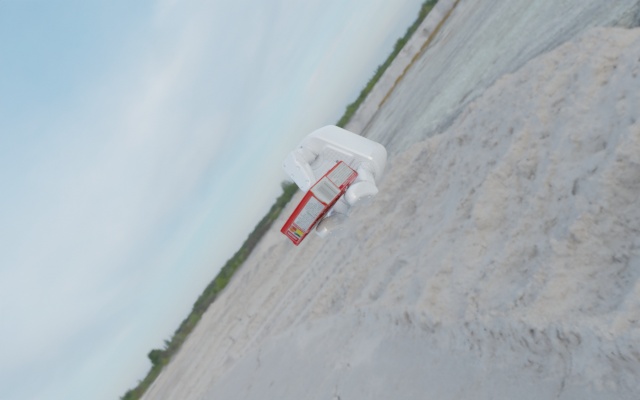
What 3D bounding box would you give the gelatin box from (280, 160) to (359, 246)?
[{"bbox_3d":[0.000,0.002,0.546,0.073,0.030,0.089,-53,-5,37],"label":"gelatin box"}]
